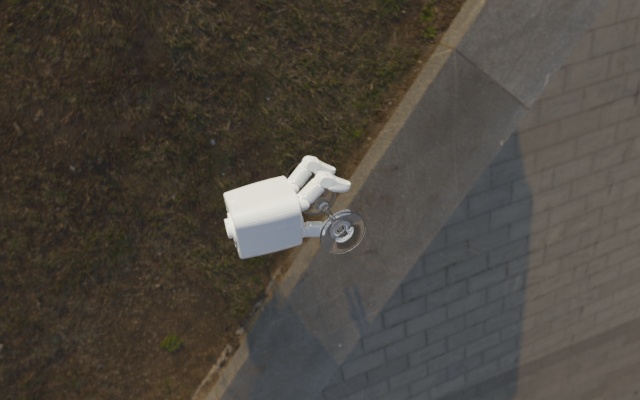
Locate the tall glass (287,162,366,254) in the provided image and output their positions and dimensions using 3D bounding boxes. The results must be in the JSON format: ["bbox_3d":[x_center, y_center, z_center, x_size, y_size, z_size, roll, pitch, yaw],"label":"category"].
[{"bbox_3d":[0.001,0.003,0.800,0.079,0.079,0.201,0,28,-22],"label":"tall glass"}]
